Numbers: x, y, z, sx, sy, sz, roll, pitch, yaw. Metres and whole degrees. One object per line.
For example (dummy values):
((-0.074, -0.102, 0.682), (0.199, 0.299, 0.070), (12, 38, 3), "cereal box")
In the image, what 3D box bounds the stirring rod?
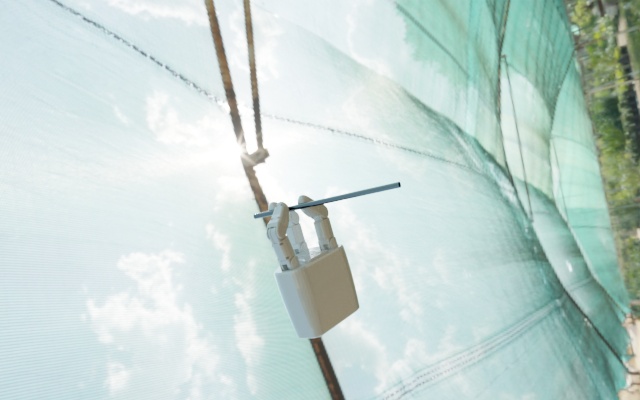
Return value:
((0.000, 0.002, 0.665), (0.239, 0.011, 0.011), (-13, -7, 32), "stirring rod")
